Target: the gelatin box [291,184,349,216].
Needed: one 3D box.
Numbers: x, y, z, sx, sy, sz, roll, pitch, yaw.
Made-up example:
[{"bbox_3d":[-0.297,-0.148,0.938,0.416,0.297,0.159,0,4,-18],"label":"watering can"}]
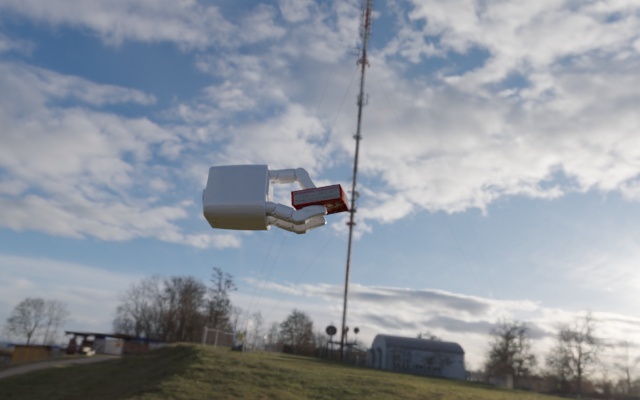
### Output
[{"bbox_3d":[0.000,0.002,0.835,0.089,0.030,0.073,-9,-21,10],"label":"gelatin box"}]
